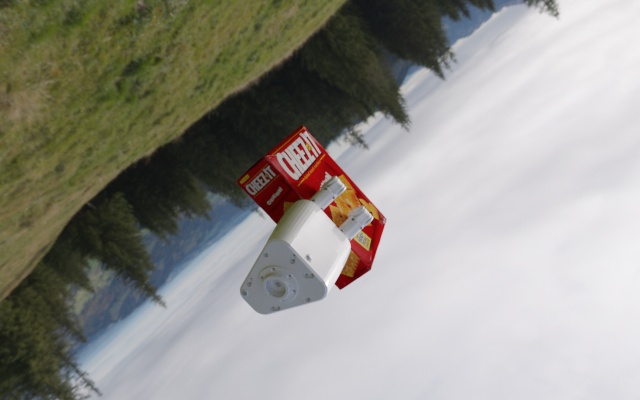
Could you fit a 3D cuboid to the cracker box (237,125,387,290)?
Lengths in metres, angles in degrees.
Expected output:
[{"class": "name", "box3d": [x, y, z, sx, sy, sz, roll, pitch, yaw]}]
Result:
[{"class": "cracker box", "box3d": [0.000, 0.003, 0.719, 0.072, 0.214, 0.164, -38, 8, 28]}]
